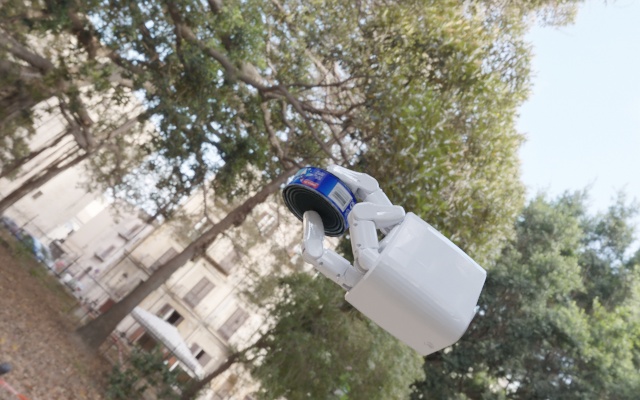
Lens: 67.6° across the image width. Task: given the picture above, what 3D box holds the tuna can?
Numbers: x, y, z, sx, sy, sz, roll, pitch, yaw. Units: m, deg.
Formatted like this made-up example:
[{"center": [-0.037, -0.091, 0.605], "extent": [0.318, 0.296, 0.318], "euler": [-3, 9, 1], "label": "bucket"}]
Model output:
[{"center": [0.000, 0.001, 0.550], "extent": [0.086, 0.033, 0.086], "euler": [28, -29, 17], "label": "tuna can"}]
